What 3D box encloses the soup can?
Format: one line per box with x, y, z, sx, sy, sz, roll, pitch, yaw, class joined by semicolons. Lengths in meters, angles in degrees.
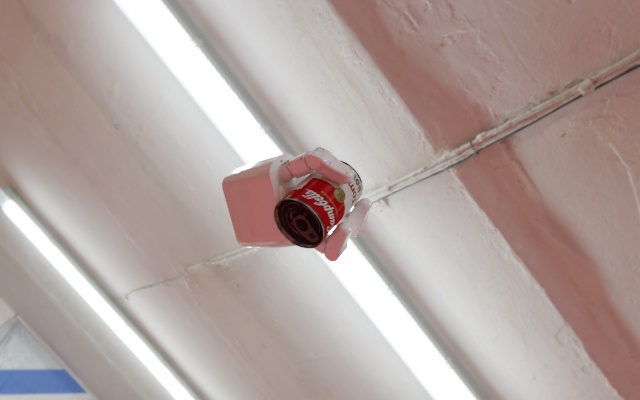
0.001;0.002;0.579;0.068;0.068;0.102;0;31;36;soup can
